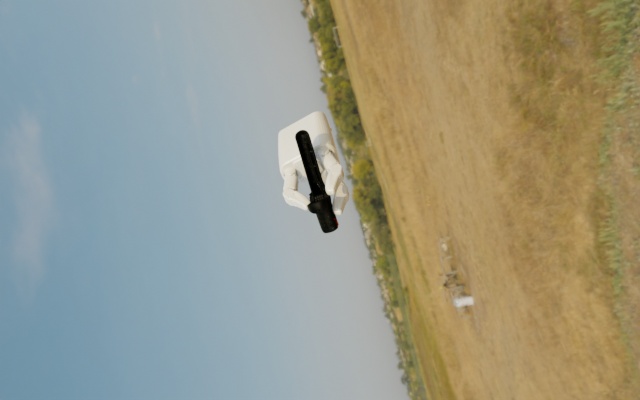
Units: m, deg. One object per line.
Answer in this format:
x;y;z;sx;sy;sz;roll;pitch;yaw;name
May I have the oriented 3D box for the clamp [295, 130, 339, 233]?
-0.001;0.003;0.834;0.036;0.164;0.210;-14;-42;6;clamp
